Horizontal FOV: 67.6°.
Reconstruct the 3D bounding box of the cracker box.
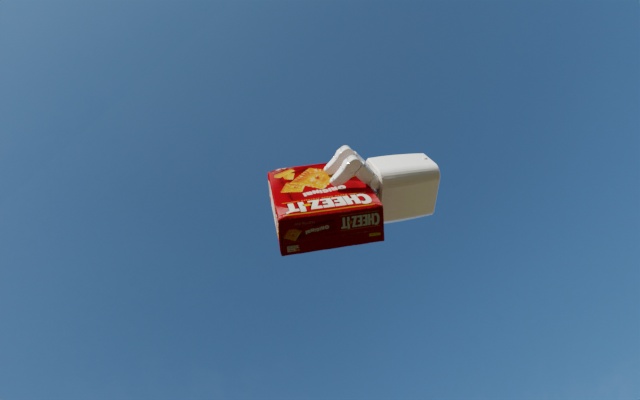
[{"bbox_3d":[0.000,0.003,0.811,0.164,0.072,0.213,-8,24,-7],"label":"cracker box"}]
